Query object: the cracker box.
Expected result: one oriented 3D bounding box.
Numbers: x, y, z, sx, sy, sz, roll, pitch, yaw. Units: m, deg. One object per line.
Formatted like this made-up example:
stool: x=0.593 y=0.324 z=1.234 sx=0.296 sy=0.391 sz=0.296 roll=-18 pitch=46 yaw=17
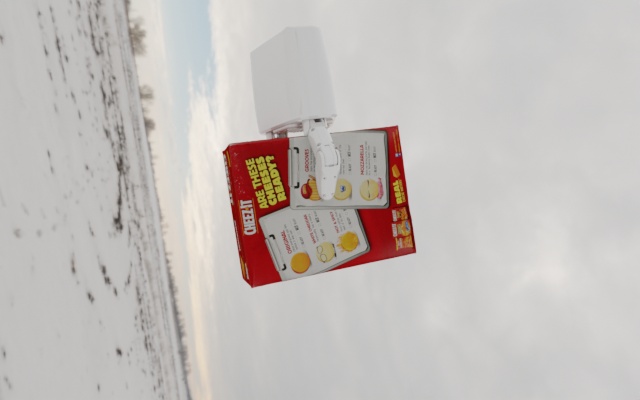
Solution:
cracker box: x=0.000 y=0.002 z=0.587 sx=0.213 sy=0.164 sz=0.072 roll=-9 pitch=2 yaw=-19
